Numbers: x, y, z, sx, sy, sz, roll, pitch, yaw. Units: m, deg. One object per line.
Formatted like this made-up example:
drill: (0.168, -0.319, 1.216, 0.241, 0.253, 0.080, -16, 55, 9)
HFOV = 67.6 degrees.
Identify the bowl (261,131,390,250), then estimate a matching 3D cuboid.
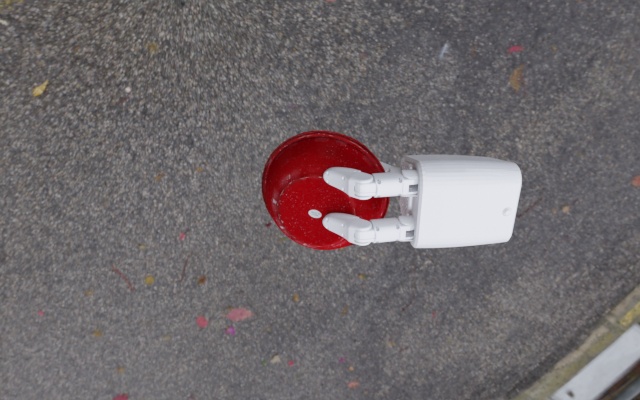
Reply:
bowl: (-0.001, 0.002, 0.568, 0.162, 0.162, 0.055, 0, 27, 12)
